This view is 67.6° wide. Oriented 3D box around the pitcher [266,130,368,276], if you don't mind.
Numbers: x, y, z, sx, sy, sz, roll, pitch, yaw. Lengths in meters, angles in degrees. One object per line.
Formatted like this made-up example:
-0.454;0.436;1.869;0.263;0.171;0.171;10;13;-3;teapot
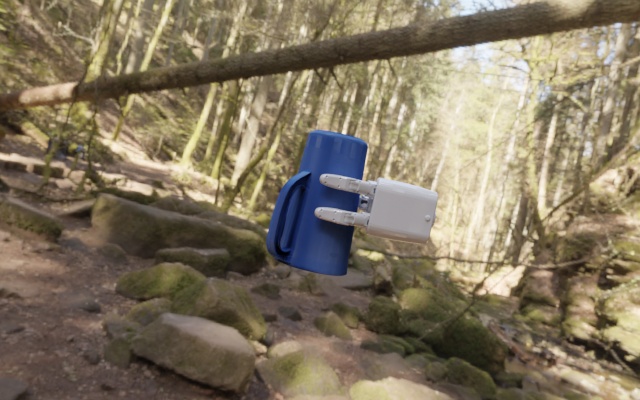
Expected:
0.000;0.003;0.838;0.145;0.243;0.149;12;2;1;pitcher
